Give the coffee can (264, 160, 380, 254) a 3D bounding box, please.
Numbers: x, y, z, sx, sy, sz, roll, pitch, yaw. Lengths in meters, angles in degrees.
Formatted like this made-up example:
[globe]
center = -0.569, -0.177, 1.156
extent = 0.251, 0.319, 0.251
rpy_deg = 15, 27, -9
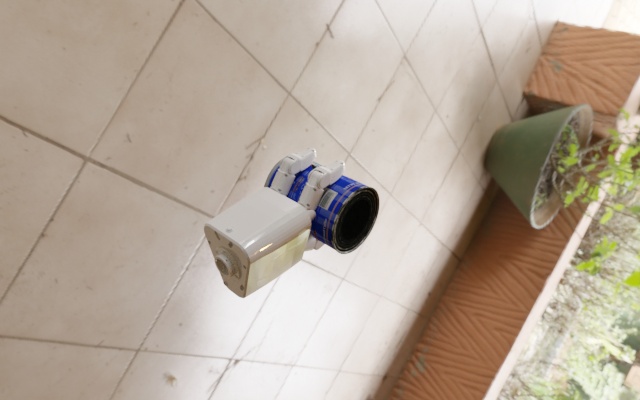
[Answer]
[coffee can]
center = 0.000, 0.002, 0.700
extent = 0.140, 0.103, 0.103
rpy_deg = 27, 16, 35
